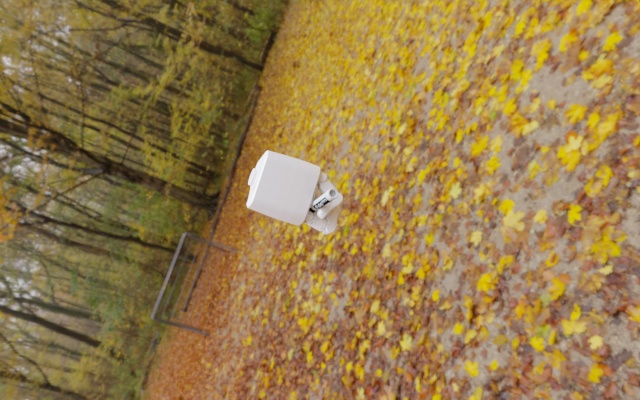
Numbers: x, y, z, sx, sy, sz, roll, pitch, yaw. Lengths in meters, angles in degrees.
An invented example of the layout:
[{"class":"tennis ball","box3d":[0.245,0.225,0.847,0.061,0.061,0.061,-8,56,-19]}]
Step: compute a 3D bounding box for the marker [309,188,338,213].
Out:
[{"class":"marker","box3d":[0.000,0.003,0.859,0.020,0.020,0.121,0,-14,-22]}]
